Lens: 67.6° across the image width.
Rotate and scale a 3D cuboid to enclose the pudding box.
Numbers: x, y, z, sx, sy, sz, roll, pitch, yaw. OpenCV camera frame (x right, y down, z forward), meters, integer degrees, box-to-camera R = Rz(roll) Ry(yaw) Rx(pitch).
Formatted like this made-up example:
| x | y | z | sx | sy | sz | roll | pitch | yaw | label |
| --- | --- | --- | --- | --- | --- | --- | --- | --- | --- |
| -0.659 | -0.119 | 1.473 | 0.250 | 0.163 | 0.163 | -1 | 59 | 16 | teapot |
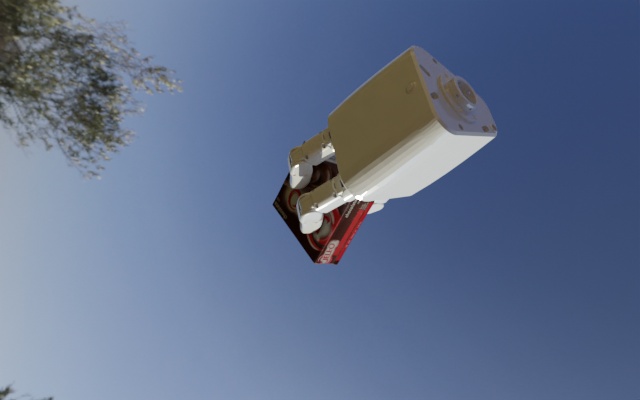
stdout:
| x | y | z | sx | sy | sz | roll | pitch | yaw | label |
| --- | --- | --- | --- | --- | --- | --- | --- | --- | --- |
| 0.000 | 0.002 | 0.524 | 0.039 | 0.090 | 0.113 | 13 | 26 | -38 | pudding box |
